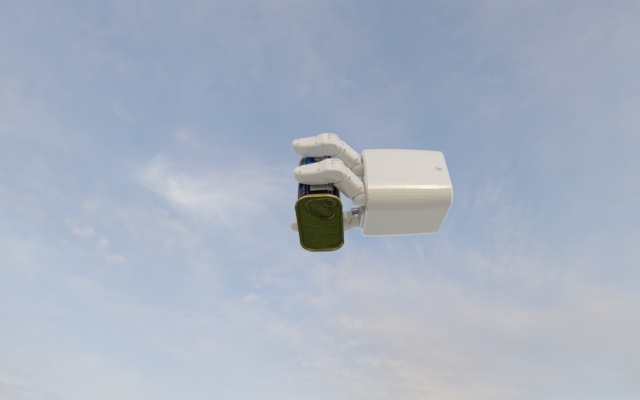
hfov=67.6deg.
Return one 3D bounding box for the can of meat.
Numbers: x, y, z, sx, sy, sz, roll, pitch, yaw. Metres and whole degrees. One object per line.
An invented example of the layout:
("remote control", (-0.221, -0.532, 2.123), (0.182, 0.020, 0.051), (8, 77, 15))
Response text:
("can of meat", (0.000, 0.002, 0.618), (0.057, 0.102, 0.083), (-3, 45, 3))
